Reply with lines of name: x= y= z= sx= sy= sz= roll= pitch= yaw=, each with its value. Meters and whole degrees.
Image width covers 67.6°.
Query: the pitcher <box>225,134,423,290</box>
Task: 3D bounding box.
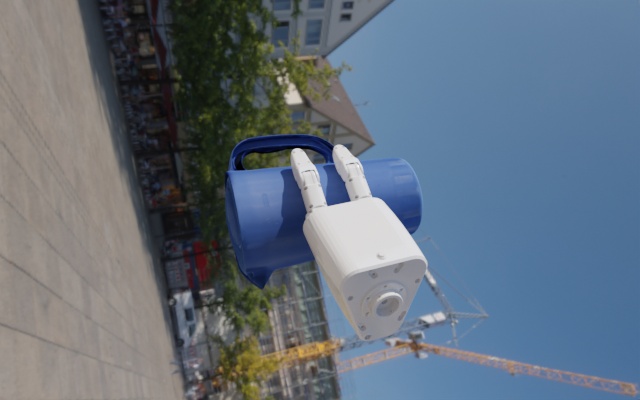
pitcher: x=0.000 y=0.002 z=0.617 sx=0.243 sy=0.149 sz=0.145 roll=-10 pitch=35 yaw=-16
